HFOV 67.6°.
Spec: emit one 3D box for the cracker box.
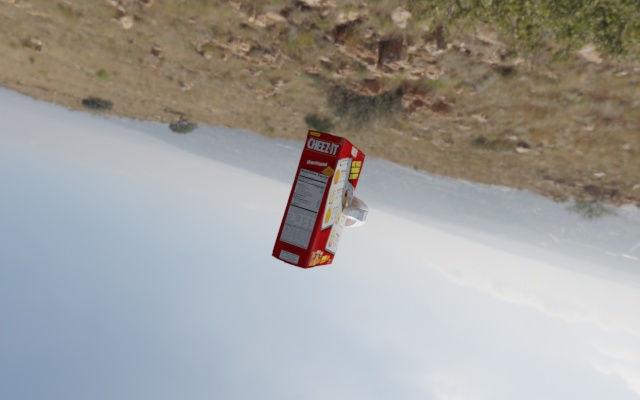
[{"bbox_3d":[0.000,0.003,0.814,0.072,0.213,0.164,17,1,17],"label":"cracker box"}]
